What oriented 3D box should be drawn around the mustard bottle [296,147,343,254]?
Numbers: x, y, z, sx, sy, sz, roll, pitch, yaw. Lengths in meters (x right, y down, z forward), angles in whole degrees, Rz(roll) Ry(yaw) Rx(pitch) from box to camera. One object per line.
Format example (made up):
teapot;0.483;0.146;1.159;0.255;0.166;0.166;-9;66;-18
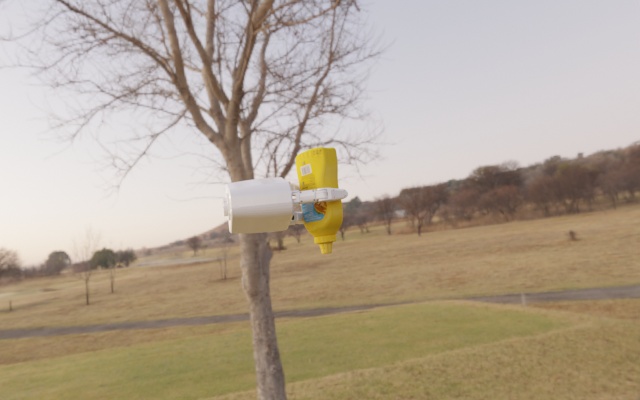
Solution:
mustard bottle;0.000;0.003;0.884;0.058;0.191;0.096;-2;-7;-37
